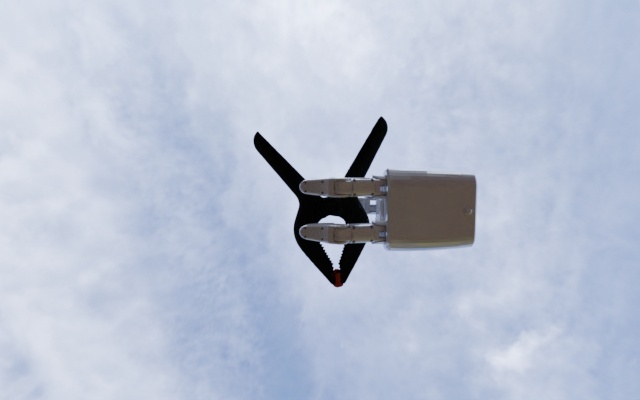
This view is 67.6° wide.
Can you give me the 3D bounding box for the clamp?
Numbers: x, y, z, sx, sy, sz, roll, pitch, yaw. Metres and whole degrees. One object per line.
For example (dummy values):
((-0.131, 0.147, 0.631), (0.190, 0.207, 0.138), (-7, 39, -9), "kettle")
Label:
((0.000, 0.002, 0.593), (0.164, 0.210, 0.036), (0, 5, 1), "clamp")
